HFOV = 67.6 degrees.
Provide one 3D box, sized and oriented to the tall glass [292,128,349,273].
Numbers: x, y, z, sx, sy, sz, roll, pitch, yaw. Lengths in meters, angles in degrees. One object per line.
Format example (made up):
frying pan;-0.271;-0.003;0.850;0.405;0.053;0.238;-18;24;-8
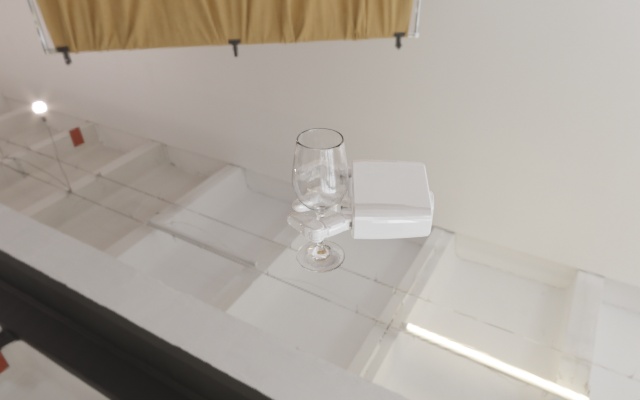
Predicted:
tall glass;0.000;0.003;0.672;0.079;0.201;0.079;0;34;0
